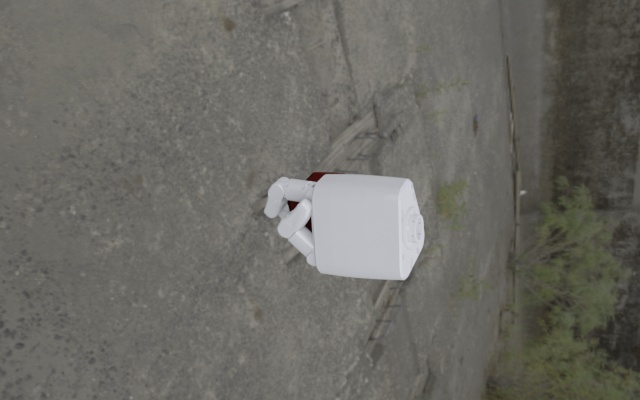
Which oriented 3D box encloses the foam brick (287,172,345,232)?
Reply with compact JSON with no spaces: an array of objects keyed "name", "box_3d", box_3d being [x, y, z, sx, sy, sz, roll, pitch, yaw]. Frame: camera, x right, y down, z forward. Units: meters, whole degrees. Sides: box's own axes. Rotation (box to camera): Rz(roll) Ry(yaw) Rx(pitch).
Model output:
[{"name":"foam brick","box_3d":[0.000,0.002,0.625,0.051,0.053,0.078,2,29,28]}]
